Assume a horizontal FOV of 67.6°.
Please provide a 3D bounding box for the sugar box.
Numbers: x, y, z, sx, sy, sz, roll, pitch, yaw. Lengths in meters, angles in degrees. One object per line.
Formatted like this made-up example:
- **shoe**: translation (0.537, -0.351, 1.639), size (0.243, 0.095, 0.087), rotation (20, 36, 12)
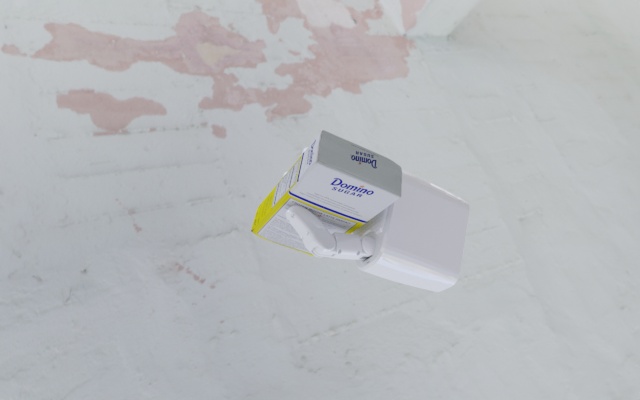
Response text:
- **sugar box**: translation (0.000, 0.001, 0.512), size (0.093, 0.048, 0.176), rotation (22, -36, -19)
